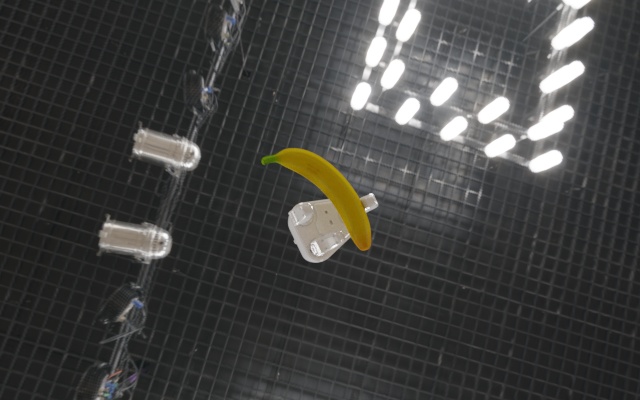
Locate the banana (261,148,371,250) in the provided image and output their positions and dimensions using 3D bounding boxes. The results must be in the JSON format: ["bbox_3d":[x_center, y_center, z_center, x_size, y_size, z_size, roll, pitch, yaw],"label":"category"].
[{"bbox_3d":[0.009,-0.014,0.686,0.198,0.069,0.037,40,-15,-2],"label":"banana"}]
